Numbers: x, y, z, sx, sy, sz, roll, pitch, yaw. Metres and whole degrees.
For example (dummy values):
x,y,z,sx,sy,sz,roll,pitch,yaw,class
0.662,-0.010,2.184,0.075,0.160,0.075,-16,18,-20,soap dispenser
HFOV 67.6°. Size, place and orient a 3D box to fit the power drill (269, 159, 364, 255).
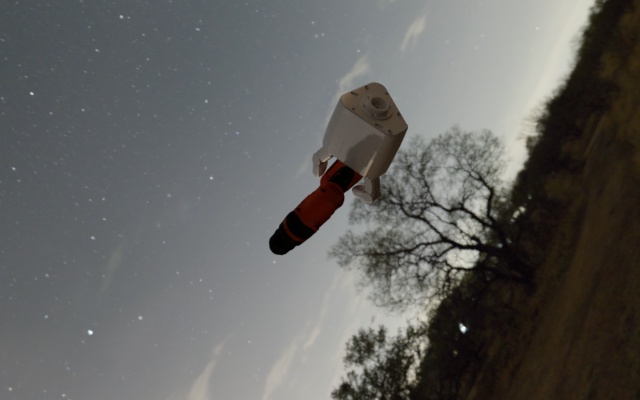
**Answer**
x,y,z,sx,sy,sz,roll,pitch,yaw,class
0.000,0.002,0.816,0.184,0.057,0.187,-42,7,39,power drill
